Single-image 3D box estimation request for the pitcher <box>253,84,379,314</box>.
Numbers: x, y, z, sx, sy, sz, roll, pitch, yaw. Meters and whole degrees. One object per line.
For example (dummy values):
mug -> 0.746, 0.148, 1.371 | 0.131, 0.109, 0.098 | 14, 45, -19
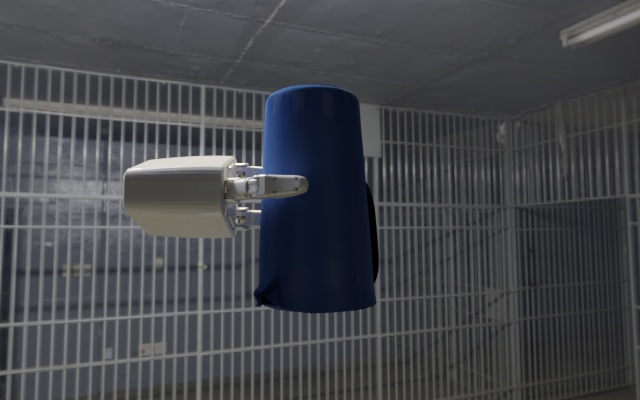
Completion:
pitcher -> 0.000, 0.002, 0.547 | 0.145, 0.243, 0.149 | -1, -4, 0
